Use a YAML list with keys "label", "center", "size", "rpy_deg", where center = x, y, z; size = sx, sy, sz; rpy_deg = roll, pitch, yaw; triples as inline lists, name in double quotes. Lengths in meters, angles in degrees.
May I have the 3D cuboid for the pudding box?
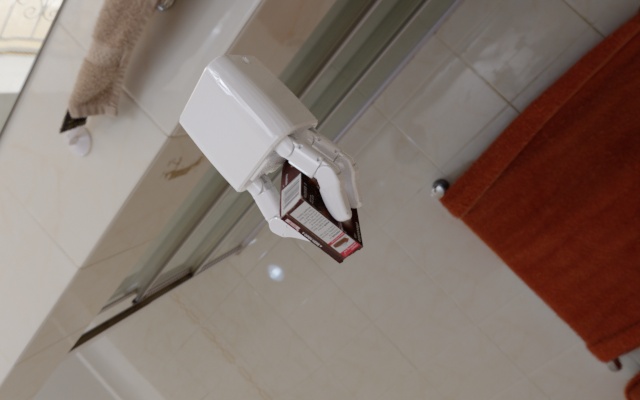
- label: "pudding box"
  center: [0.000, 0.002, 0.522]
  size: [0.090, 0.039, 0.113]
  rpy_deg: [38, 27, -24]
